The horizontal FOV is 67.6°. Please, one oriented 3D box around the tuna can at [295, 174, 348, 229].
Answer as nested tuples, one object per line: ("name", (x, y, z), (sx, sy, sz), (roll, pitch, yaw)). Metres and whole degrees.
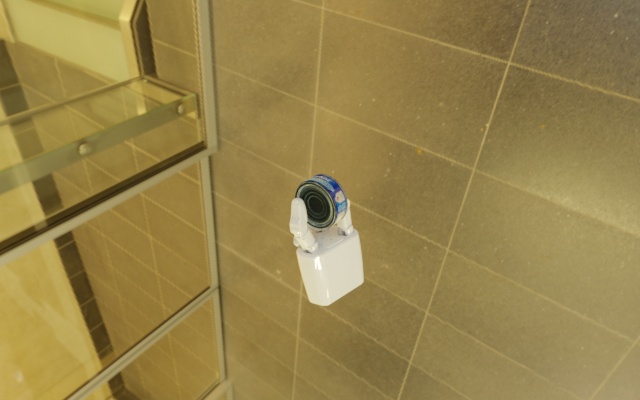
("tuna can", (0.000, 0.003, 0.773), (0.086, 0.086, 0.033), (0, 22, 41))
